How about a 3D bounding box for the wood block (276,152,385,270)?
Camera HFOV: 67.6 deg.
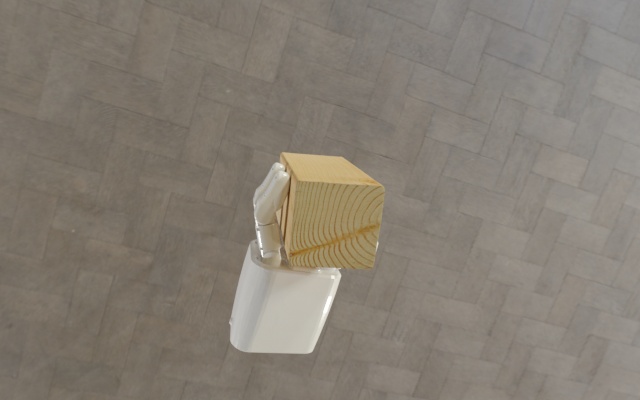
[{"bbox_3d":[0.000,0.002,0.571,0.091,0.090,0.206,4,13,-10],"label":"wood block"}]
